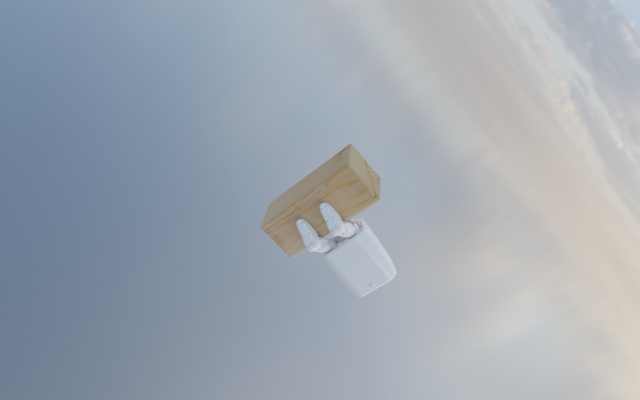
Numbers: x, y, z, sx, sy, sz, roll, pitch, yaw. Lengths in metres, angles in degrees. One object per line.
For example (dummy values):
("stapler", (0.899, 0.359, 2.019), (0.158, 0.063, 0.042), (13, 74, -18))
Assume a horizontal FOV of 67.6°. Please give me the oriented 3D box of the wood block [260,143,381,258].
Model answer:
("wood block", (0.001, 0.003, 0.870), (0.206, 0.090, 0.090), (-35, 19, 23))
